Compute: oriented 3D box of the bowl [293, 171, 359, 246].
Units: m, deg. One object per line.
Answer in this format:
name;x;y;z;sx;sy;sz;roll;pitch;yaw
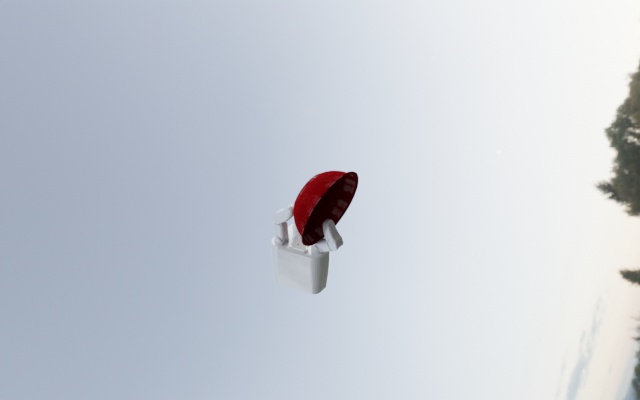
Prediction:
bowl;0.000;0.002;0.873;0.055;0.162;0.162;36;14;20
